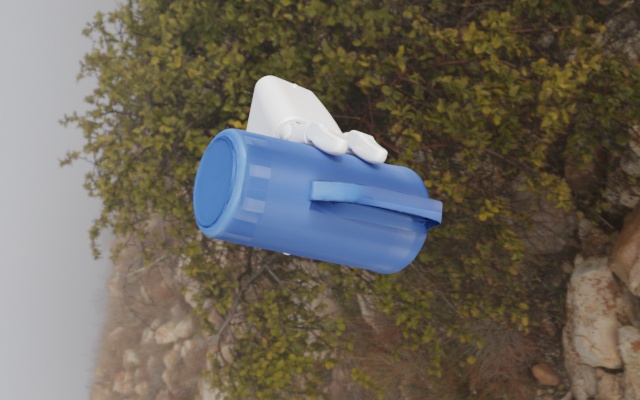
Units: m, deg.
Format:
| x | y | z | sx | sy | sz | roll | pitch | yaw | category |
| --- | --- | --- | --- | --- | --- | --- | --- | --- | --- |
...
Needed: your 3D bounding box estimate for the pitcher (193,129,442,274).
| x | y | z | sx | sy | sz | roll | pitch | yaw | category |
| --- | --- | --- | --- | --- | --- | --- | --- | --- | --- |
| 0.000 | 0.002 | 0.515 | 0.243 | 0.149 | 0.145 | 12 | 36 | -35 | pitcher |
